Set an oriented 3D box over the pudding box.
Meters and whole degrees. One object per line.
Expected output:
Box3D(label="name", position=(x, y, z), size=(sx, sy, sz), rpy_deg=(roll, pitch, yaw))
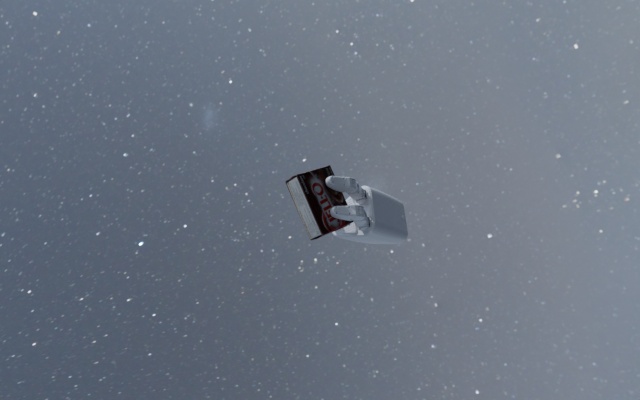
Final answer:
Box3D(label="pudding box", position=(0.000, 0.003, 0.826), size=(0.039, 0.113, 0.090), rpy_deg=(-30, -6, 42))
